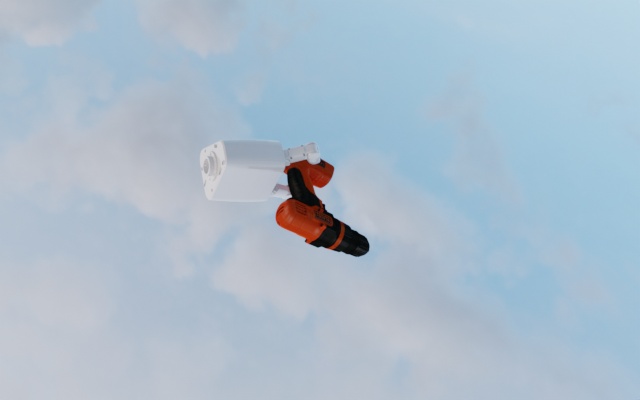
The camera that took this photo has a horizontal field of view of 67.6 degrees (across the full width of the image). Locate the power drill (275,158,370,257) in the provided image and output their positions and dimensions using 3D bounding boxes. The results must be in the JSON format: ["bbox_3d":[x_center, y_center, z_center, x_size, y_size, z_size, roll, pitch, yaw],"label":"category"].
[{"bbox_3d":[0.000,0.002,0.825,0.184,0.187,0.057,27,-58,-32],"label":"power drill"}]
